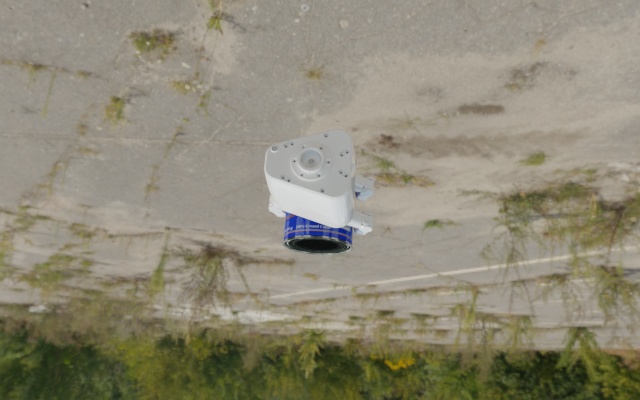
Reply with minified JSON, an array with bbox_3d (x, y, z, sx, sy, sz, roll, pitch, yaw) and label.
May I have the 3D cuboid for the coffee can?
[{"bbox_3d":[0.000,0.002,0.719,0.103,0.140,0.103,3,-19,1],"label":"coffee can"}]
